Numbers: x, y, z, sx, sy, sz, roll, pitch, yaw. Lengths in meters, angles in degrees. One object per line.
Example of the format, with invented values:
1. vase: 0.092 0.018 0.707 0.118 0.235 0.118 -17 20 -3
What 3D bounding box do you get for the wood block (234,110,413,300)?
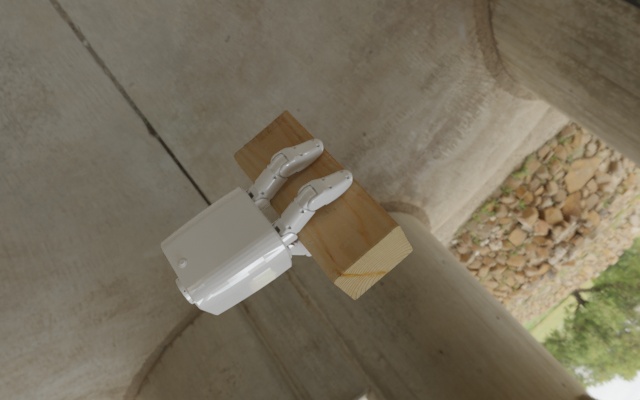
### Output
1. wood block: 0.000 0.002 0.557 0.206 0.090 0.091 49 -1 30
